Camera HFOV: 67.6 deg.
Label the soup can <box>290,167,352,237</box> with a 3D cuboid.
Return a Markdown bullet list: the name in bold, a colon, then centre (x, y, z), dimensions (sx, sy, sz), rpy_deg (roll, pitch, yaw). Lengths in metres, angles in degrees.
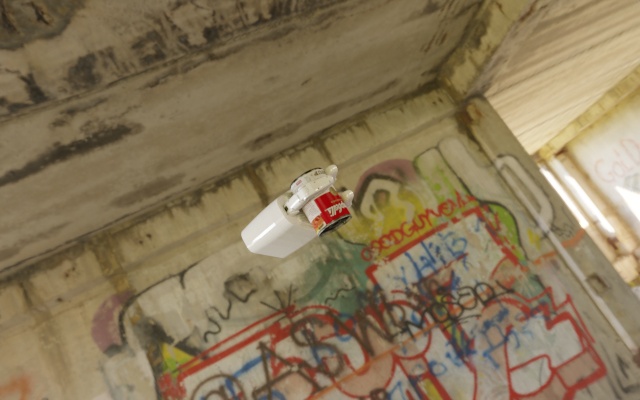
- **soup can**: centre (0.000, 0.002, 0.827), dimensions (0.068, 0.102, 0.068), rpy_deg (-29, -15, -9)
